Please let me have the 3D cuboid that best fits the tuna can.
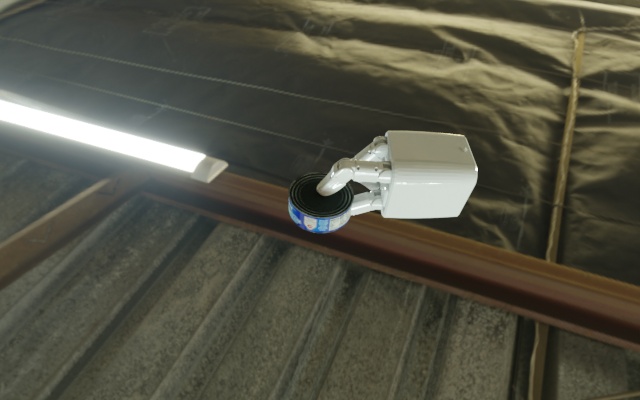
[{"bbox_3d":[0.000,0.002,0.631,0.086,0.086,0.034,3,-45,-3],"label":"tuna can"}]
